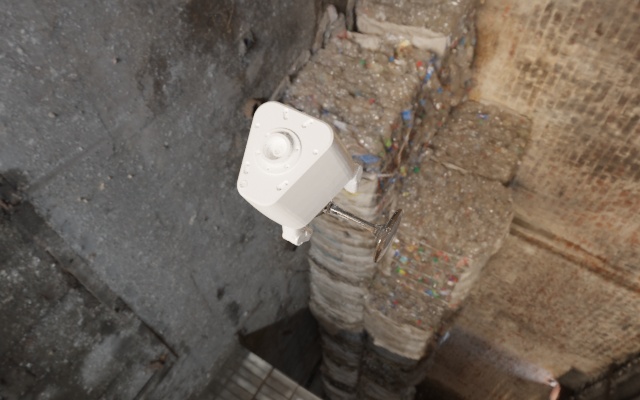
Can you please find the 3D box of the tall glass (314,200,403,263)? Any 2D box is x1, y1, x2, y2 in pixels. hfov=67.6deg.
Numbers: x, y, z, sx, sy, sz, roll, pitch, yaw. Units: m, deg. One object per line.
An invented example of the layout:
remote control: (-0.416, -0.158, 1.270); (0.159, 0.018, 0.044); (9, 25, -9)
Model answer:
tall glass: (0.001, 0.002, 0.621); (0.201, 0.079, 0.079); (26, 9, 19)
